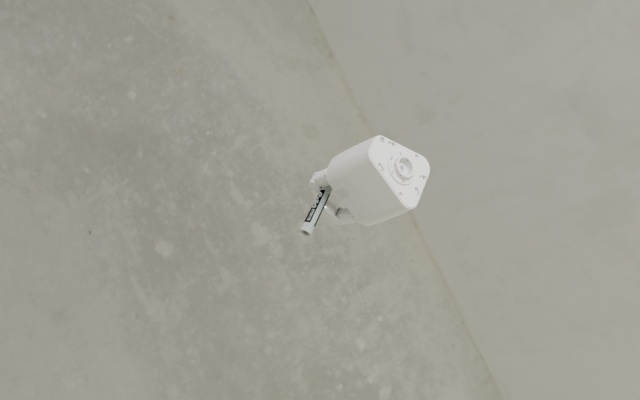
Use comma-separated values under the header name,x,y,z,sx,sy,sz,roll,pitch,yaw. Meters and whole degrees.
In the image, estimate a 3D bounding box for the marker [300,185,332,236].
name,x,y,z,sx,sy,sz,roll,pitch,yaw
marker,0.000,0.002,0.758,0.020,0.121,0.020,20,-29,12
